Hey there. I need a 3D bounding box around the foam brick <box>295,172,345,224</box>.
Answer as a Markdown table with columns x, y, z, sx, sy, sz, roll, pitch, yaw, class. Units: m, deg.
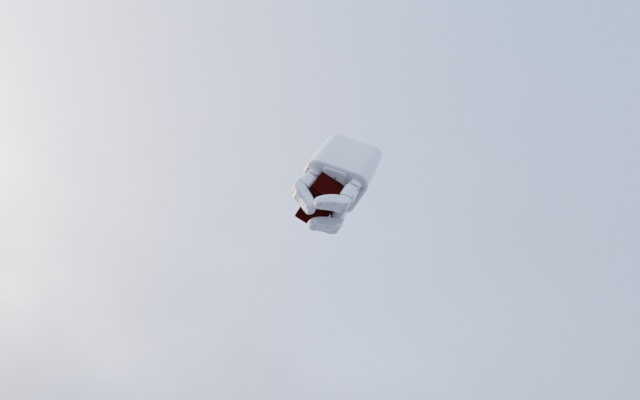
| x | y | z | sx | sy | sz | roll | pitch | yaw | class |
| --- | --- | --- | --- | --- | --- | --- | --- | --- | --- |
| 0.000 | 0.003 | 0.821 | 0.053 | 0.078 | 0.051 | 33 | 43 | 1 | foam brick |
